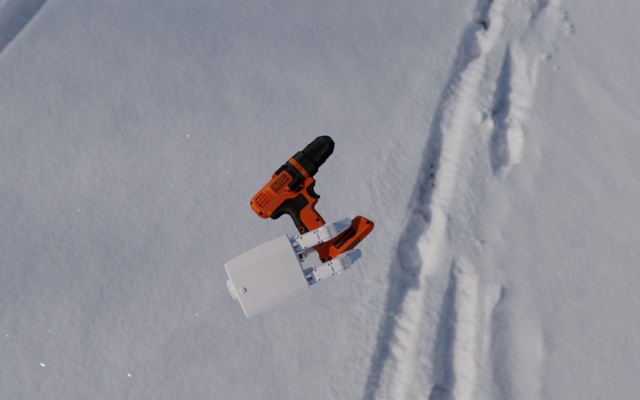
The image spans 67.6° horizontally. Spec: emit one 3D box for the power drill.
[{"bbox_3d":[0.000,0.003,0.806,0.187,0.184,0.057,45,-2,17],"label":"power drill"}]
